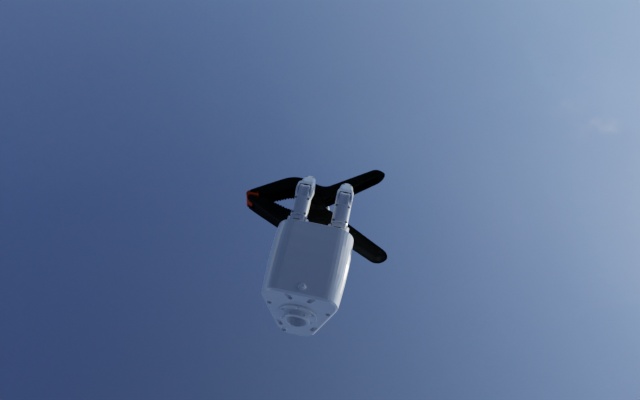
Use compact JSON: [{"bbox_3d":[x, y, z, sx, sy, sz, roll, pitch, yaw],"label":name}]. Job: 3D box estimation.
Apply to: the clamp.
[{"bbox_3d":[-0.001,0.003,0.695,0.210,0.164,0.036,12,-41,3],"label":"clamp"}]
